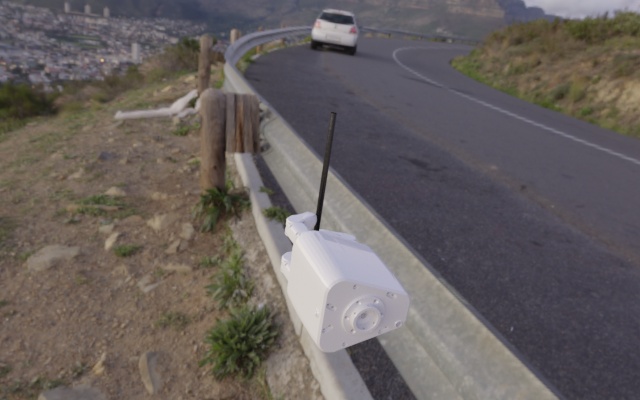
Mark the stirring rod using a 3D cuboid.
[{"bbox_3d":[0.000,0.002,0.638,0.011,0.240,0.011,7,21,-3],"label":"stirring rod"}]
